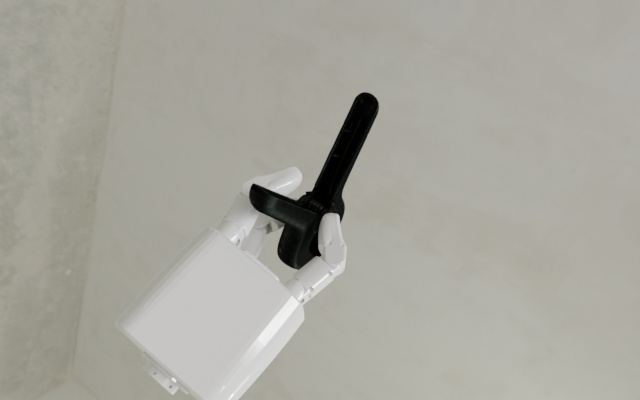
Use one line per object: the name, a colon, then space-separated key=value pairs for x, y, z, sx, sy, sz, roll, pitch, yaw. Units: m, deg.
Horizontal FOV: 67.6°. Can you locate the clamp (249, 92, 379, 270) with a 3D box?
clamp: x=0.001 y=0.002 z=0.478 sx=0.036 sy=0.164 sz=0.210 roll=33 pitch=-28 yaw=20
